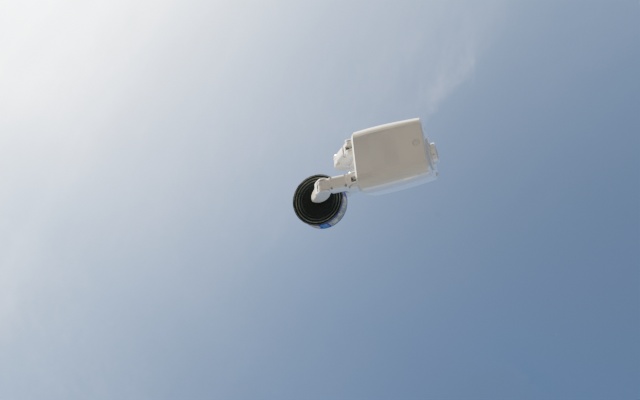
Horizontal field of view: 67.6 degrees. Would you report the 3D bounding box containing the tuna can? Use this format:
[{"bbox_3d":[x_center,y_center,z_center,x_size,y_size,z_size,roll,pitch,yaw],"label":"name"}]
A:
[{"bbox_3d":[0.000,0.003,0.782,0.086,0.086,0.034,0,-15,21],"label":"tuna can"}]
